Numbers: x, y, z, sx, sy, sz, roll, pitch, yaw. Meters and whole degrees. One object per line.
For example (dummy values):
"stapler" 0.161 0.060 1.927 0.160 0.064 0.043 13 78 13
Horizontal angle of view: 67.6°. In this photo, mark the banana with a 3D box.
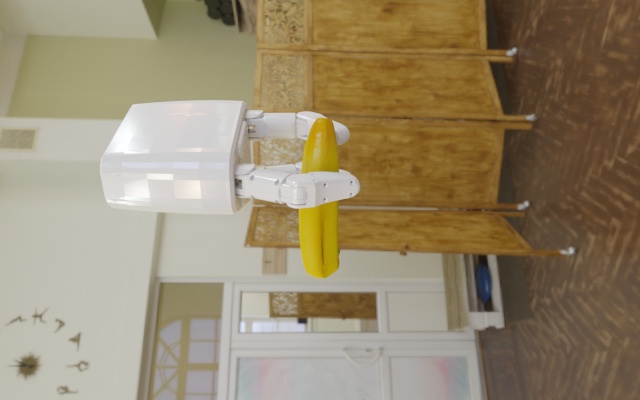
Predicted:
"banana" -0.001 0.018 0.446 0.037 0.069 0.198 1 -41 3
